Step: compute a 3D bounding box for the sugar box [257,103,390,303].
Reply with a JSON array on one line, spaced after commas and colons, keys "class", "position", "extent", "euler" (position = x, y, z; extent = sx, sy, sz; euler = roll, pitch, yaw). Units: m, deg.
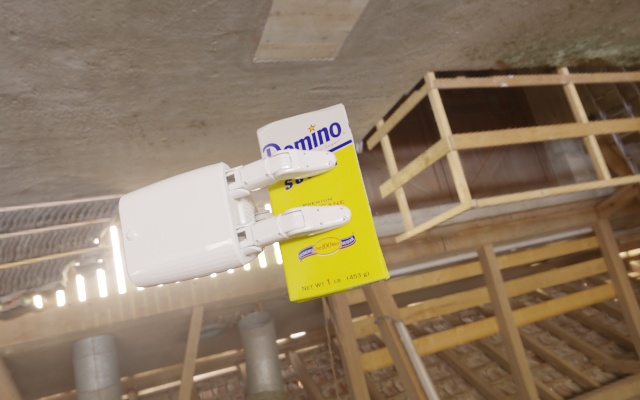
[{"class": "sugar box", "position": [0.000, 0.002, 0.464], "extent": [0.093, 0.176, 0.048], "euler": [-15, -14, 6]}]
